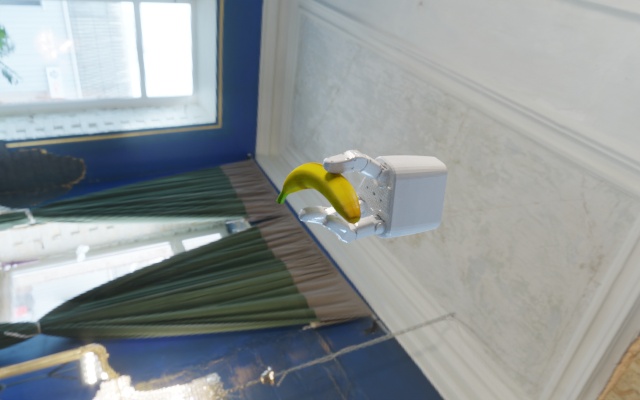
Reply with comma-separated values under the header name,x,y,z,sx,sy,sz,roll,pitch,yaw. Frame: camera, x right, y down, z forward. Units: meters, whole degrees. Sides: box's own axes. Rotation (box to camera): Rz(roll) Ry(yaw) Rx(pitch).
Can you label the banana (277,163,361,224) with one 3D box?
name,x,y,z,sx,sy,sz,roll,pitch,yaw
banana,0.000,-0.017,0.662,0.037,0.069,0.198,1,7,-32
